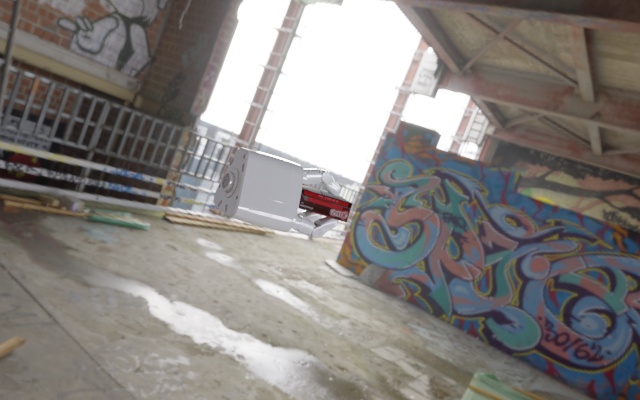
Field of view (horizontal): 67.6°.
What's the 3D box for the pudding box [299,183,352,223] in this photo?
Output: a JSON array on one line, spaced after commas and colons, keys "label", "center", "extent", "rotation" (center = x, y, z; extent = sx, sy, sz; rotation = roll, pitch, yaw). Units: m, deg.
[{"label": "pudding box", "center": [0.000, 0.003, 0.830], "extent": [0.090, 0.039, 0.113], "rotation": [18, 6, -8]}]
